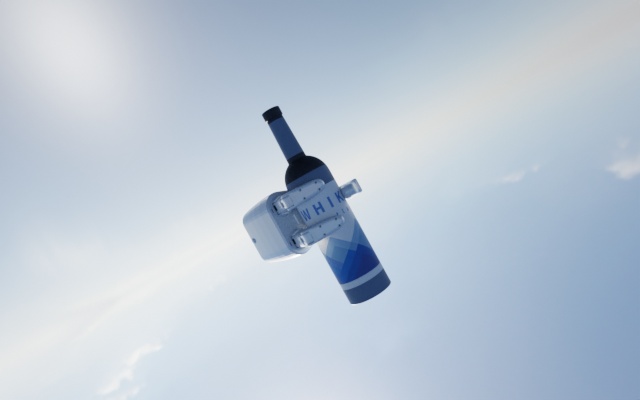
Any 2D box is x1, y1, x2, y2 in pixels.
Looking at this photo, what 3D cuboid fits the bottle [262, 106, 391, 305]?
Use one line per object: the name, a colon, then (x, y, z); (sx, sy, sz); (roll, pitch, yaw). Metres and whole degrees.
bottle: (0.000, 0.002, 0.674); (0.069, 0.296, 0.069); (-29, 2, 1)
